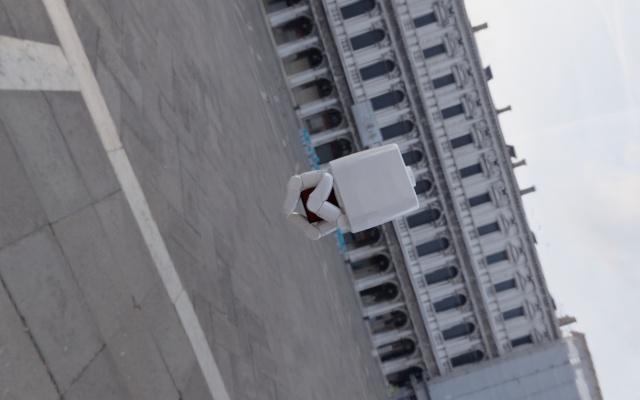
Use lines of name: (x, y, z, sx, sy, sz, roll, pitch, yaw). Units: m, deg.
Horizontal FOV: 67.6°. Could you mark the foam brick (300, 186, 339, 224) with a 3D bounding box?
foam brick: (0.000, 0.002, 0.753, 0.051, 0.053, 0.078, -18, 3, 1)
